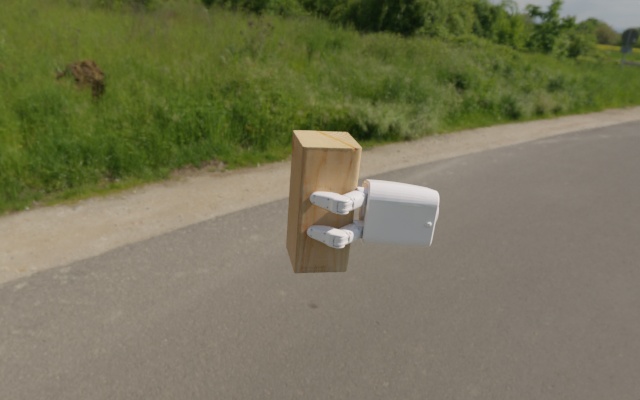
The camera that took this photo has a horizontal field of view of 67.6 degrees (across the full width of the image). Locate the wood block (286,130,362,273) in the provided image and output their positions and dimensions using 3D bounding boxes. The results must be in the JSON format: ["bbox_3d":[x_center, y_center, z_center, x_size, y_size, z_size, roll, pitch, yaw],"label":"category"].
[{"bbox_3d":[0.000,0.002,0.752,0.090,0.206,0.090,0,23,-12],"label":"wood block"}]
